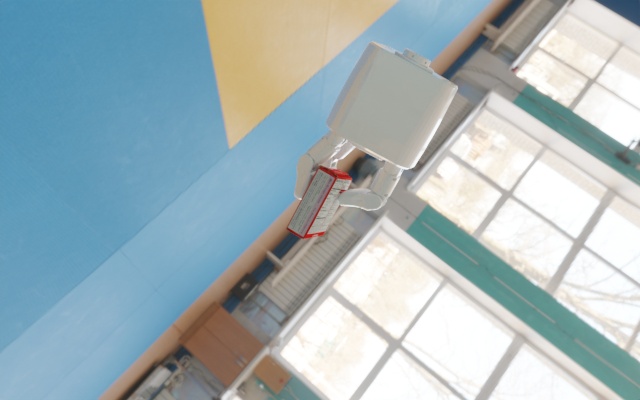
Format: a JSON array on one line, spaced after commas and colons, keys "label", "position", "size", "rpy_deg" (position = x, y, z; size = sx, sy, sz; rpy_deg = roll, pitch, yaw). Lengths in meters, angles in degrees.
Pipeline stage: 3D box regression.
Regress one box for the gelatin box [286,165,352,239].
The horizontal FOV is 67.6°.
[{"label": "gelatin box", "position": [0.000, 0.002, 0.595], "size": [0.030, 0.089, 0.073], "rpy_deg": [30, 9, 16]}]
